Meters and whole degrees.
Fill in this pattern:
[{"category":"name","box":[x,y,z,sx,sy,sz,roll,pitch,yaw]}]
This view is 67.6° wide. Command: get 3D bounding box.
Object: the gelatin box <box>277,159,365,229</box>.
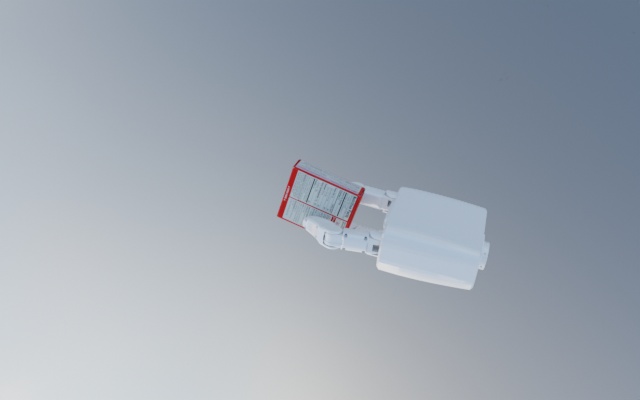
[{"category":"gelatin box","box":[0.000,0.002,0.577,0.089,0.073,0.030,23,29,5]}]
